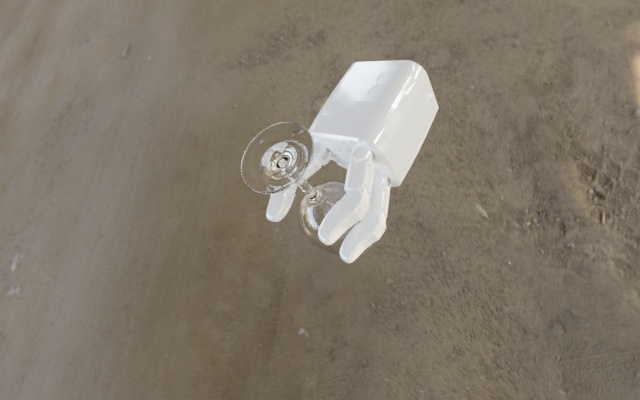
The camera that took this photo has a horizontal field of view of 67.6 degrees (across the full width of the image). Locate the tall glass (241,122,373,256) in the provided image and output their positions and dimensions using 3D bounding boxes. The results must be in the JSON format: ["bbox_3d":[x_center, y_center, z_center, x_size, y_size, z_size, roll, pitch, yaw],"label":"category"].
[{"bbox_3d":[0.000,0.001,0.510,0.079,0.079,0.201,0,-25,26],"label":"tall glass"}]
